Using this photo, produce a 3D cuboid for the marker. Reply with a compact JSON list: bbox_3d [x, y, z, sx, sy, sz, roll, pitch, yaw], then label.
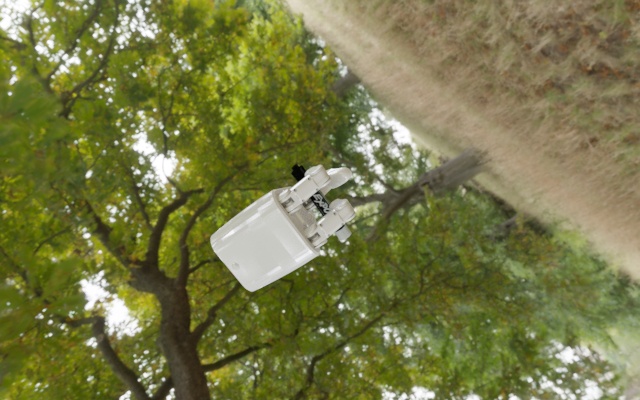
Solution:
[{"bbox_3d":[0.000,0.002,0.641,0.020,0.121,0.020,-34,13,9],"label":"marker"}]
